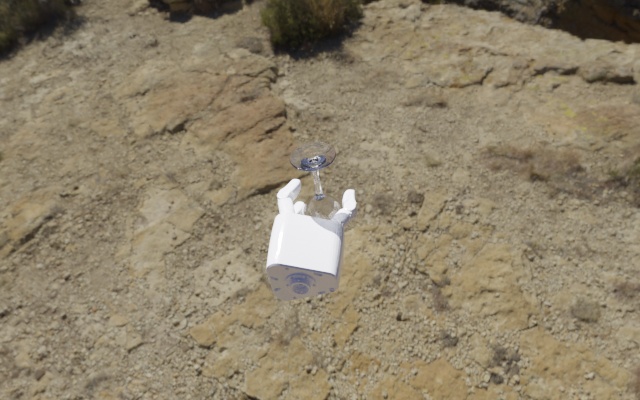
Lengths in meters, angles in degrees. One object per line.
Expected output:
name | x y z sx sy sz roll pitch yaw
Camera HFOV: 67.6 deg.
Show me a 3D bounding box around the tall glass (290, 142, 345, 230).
tall glass | 0.000 0.002 0.821 0.079 0.201 0.079 -5 42 5
